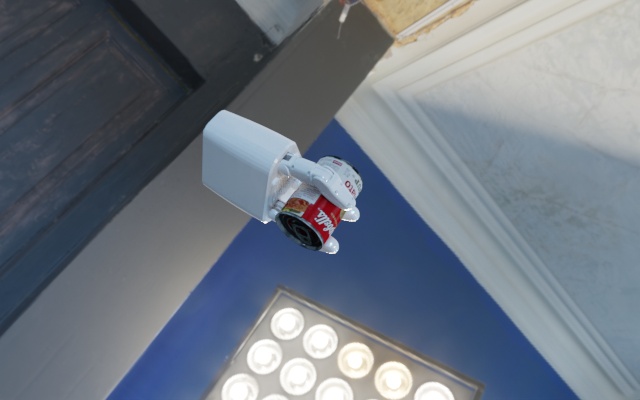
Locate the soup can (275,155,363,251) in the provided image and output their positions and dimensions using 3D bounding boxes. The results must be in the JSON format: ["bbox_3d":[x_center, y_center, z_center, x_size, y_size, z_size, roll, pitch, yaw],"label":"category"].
[{"bbox_3d":[0.001,0.002,0.591,0.068,0.102,0.068,27,-29,16],"label":"soup can"}]
